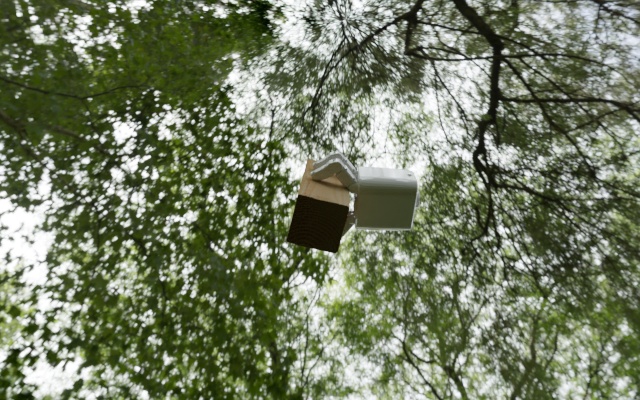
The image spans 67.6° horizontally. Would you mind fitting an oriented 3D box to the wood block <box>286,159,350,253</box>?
[{"bbox_3d":[0.000,0.003,0.874,0.090,0.091,0.206,13,21,-2],"label":"wood block"}]
